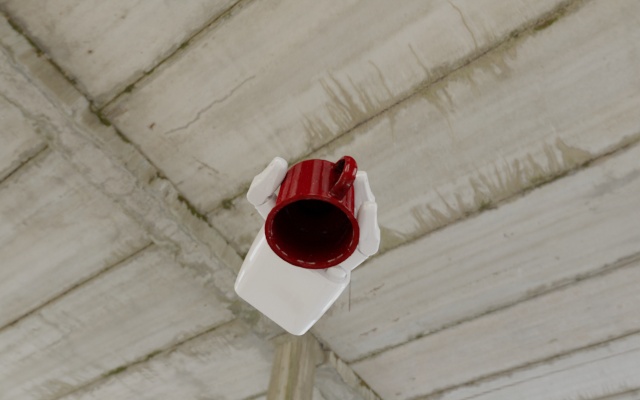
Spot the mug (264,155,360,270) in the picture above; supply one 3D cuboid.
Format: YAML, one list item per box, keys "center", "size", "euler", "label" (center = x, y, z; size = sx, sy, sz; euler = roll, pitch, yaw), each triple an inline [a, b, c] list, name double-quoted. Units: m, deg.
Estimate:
- center: [0.001, 0.000, 0.487]
  size: [0.093, 0.117, 0.081]
  euler: [26, 33, -13]
  label: "mug"
